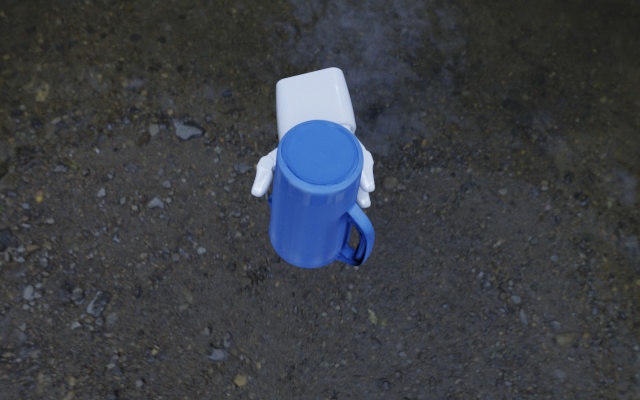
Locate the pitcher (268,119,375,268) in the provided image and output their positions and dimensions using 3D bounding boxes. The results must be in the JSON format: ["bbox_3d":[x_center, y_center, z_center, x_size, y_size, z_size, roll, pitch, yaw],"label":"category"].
[{"bbox_3d":[0.000,0.002,0.679,0.149,0.145,0.243,-3,-26,-7],"label":"pitcher"}]
